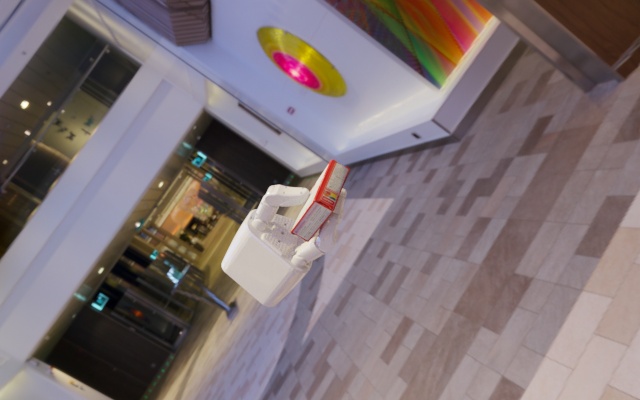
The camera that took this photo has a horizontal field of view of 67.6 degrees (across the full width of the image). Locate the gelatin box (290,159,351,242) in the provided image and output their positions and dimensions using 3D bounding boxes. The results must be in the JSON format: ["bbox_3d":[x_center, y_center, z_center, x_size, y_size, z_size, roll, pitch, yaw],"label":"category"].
[{"bbox_3d":[0.000,0.002,0.611,0.030,0.073,0.089,28,-39,-6],"label":"gelatin box"}]
